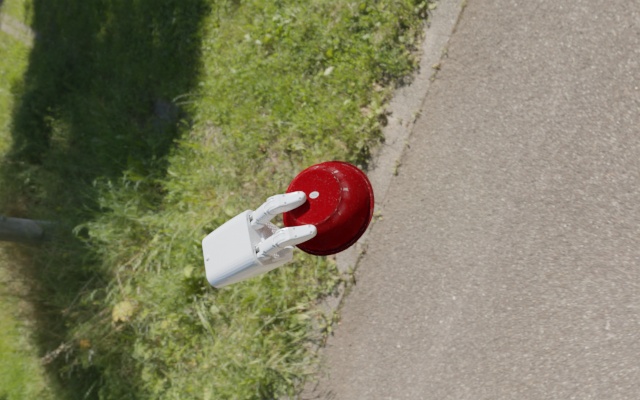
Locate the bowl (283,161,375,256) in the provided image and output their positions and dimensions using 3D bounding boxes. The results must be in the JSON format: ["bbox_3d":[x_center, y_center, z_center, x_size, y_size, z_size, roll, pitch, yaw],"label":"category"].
[{"bbox_3d":[0.001,0.002,0.746,0.162,0.162,0.055,0,-19,26],"label":"bowl"}]
